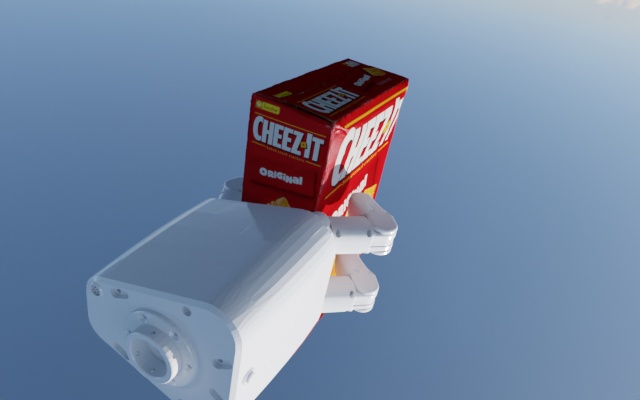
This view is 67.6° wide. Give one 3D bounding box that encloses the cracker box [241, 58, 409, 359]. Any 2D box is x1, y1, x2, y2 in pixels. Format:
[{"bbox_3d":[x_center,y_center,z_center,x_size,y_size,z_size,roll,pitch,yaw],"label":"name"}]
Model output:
[{"bbox_3d":[0.000,0.001,0.416,0.072,0.214,0.164,22,32,17],"label":"cracker box"}]
